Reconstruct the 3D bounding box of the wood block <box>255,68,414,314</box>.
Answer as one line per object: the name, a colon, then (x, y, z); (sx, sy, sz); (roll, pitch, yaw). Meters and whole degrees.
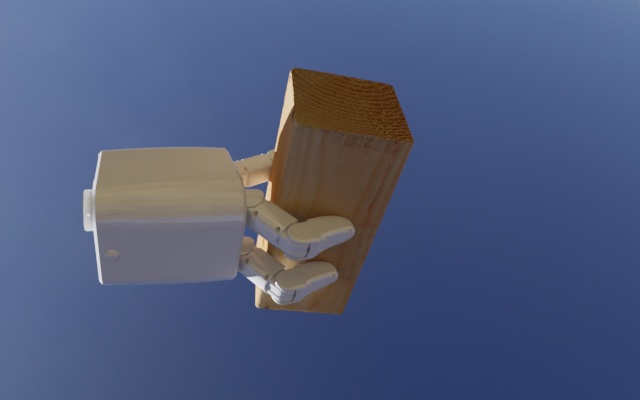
wood block: (0.000, 0.001, 0.428); (0.090, 0.206, 0.090); (7, 40, -12)
